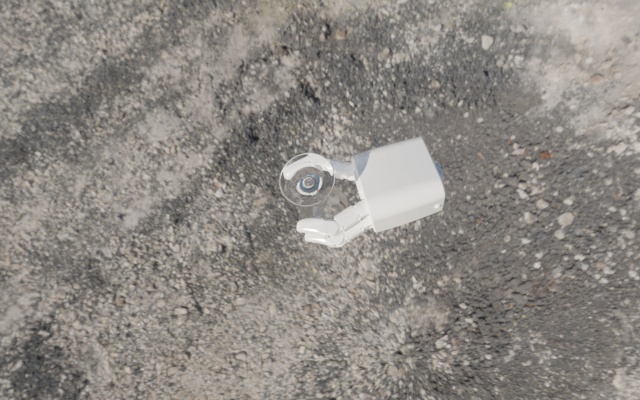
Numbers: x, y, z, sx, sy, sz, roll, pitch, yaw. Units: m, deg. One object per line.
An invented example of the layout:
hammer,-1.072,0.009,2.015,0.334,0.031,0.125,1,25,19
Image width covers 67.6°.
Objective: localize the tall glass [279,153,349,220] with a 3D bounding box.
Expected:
tall glass,0.000,0.002,0.711,0.079,0.079,0.201,0,-18,10
